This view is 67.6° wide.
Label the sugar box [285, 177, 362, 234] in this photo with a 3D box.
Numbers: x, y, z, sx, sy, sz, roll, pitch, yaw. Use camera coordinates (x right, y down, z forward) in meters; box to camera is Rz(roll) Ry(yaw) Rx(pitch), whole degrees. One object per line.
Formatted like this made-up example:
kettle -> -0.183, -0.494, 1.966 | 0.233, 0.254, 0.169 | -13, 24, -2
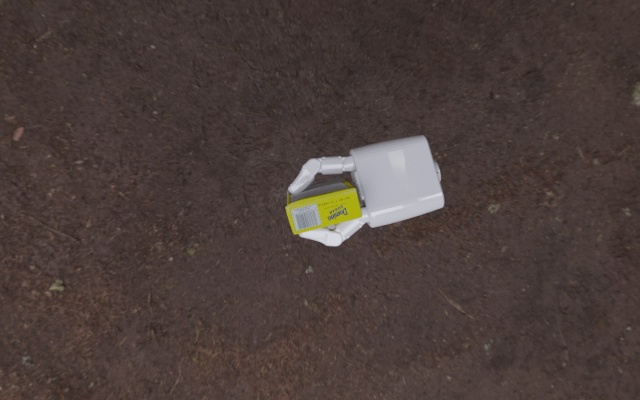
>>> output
sugar box -> 0.000, 0.003, 0.684 | 0.093, 0.048, 0.176 | -13, 6, -1
